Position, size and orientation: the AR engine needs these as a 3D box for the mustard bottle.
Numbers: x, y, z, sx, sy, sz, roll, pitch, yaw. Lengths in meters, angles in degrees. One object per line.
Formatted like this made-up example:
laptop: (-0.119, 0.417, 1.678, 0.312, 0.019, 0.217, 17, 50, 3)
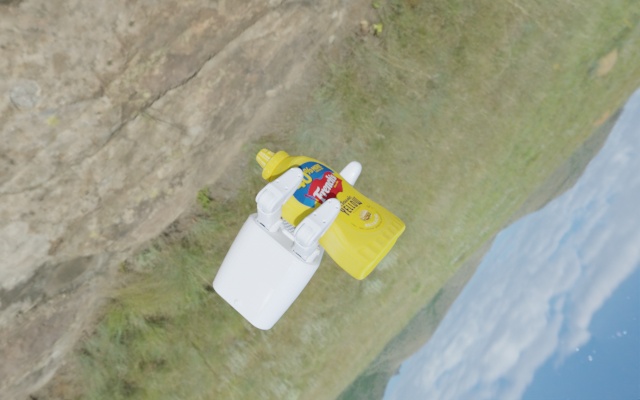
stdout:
mustard bottle: (0.000, 0.002, 0.559, 0.191, 0.058, 0.096, 38, 44, 13)
